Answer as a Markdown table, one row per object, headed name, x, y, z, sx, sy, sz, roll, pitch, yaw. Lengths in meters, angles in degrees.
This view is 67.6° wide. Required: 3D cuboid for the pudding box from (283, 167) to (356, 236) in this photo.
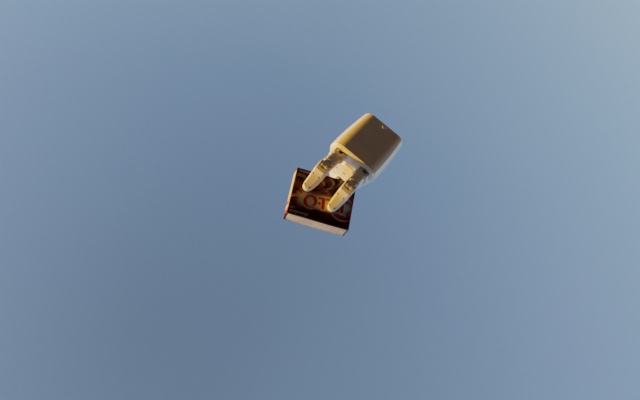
| name | x | y | z | sx | sy | sz | roll | pitch | yaw |
| --- | --- | --- | --- | --- | --- | --- | --- | --- | --- |
| pudding box | 0.000 | 0.003 | 0.828 | 0.113 | 0.090 | 0.039 | 15 | -27 | -7 |
